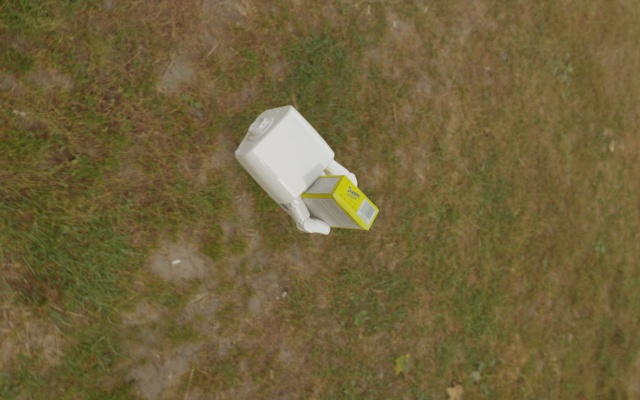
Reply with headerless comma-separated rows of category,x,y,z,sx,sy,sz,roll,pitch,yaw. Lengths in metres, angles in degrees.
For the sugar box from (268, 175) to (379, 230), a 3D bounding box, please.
sugar box,0.000,0.002,0.777,0.176,0.048,0.093,5,-33,52
